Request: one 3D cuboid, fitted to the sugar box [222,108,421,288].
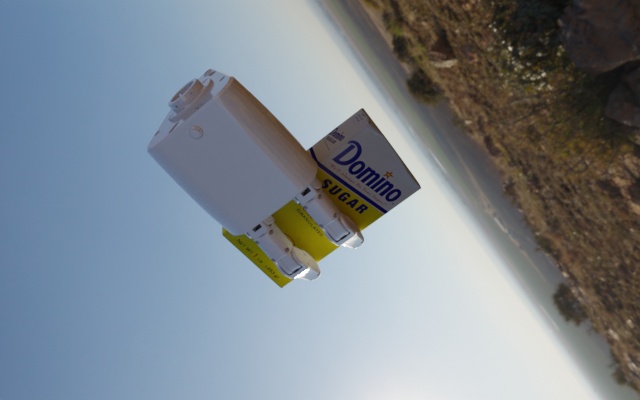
[{"bbox_3d":[0.000,0.002,0.469,0.176,0.093,0.048,-36,29,12],"label":"sugar box"}]
